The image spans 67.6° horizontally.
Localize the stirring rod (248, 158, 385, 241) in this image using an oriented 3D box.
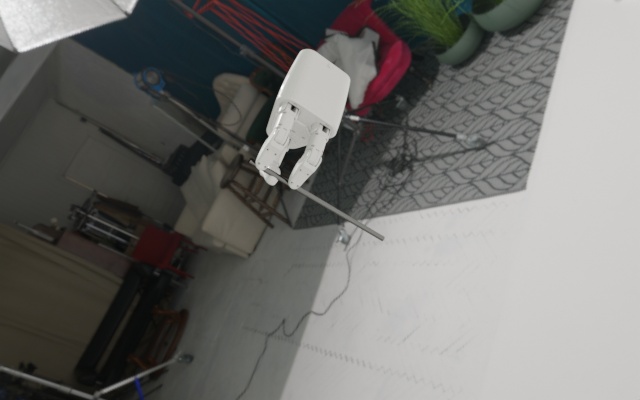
[{"bbox_3d":[0.000,0.002,0.695,0.239,0.011,0.011,31,-12,-21],"label":"stirring rod"}]
